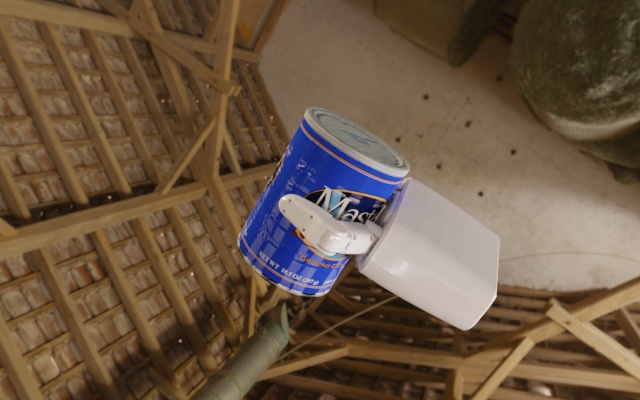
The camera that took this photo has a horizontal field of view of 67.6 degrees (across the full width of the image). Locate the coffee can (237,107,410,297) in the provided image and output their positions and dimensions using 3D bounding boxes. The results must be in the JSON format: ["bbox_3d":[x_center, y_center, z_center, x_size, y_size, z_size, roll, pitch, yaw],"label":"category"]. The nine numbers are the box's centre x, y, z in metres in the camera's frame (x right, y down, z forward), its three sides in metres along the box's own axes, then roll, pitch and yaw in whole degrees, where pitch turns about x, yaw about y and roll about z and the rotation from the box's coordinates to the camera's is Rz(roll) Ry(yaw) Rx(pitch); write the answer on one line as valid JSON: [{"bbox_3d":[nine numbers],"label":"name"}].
[{"bbox_3d":[0.000,0.001,0.436,0.103,0.140,0.102,27,20,-11],"label":"coffee can"}]
